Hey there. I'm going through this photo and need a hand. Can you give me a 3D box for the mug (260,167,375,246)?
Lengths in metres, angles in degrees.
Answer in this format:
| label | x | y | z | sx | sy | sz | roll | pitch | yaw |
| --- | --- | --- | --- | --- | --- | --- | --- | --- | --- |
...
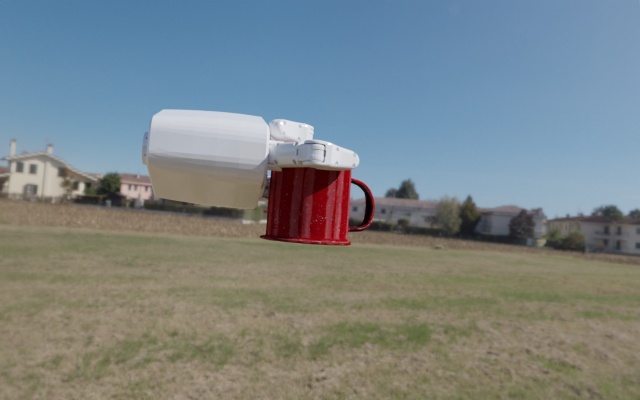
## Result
| label | x | y | z | sx | sy | sz | roll | pitch | yaw |
| --- | --- | --- | --- | --- | --- | --- | --- | --- | --- |
| mug | 0.002 | 0.001 | 0.484 | 0.117 | 0.081 | 0.093 | 5 | -2 | -14 |
